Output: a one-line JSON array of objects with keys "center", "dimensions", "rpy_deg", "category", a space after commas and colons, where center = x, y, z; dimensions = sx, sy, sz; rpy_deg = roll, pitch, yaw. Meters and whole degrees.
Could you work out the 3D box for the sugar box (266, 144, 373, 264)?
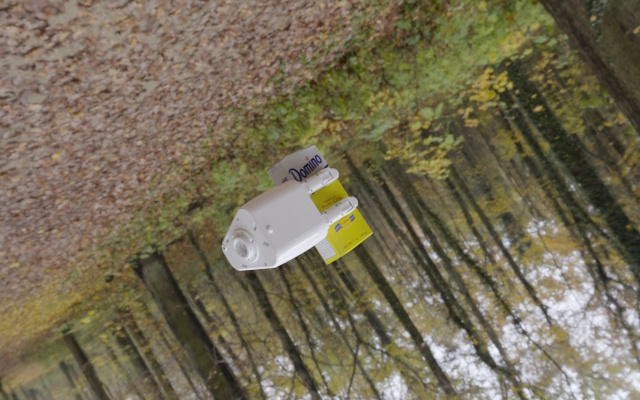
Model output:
[{"center": [0.000, 0.002, 0.761], "dimensions": [0.093, 0.176, 0.048], "rpy_deg": [-30, -2, -46], "category": "sugar box"}]
